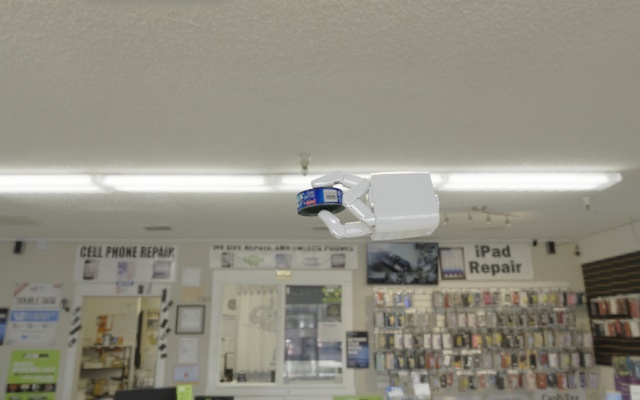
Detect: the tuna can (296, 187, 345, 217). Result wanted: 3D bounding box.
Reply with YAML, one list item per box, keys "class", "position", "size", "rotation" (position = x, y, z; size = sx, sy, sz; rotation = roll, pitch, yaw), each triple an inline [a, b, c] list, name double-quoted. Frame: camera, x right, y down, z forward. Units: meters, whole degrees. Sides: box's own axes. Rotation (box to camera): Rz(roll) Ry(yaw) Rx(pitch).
- class: "tuna can"
  position: [0.000, 0.002, 0.851]
  size: [0.086, 0.033, 0.086]
  rotation: [-6, -14, -2]
